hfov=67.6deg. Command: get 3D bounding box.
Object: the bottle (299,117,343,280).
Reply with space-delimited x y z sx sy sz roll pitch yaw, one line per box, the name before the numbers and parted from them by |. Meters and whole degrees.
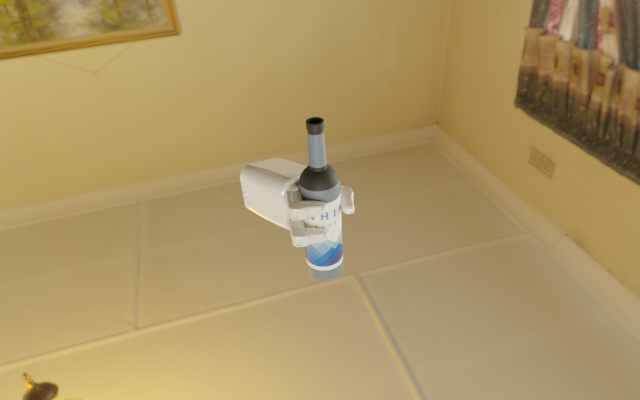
bottle | 0.000 0.003 0.788 0.069 0.296 0.069 -3 35 2
